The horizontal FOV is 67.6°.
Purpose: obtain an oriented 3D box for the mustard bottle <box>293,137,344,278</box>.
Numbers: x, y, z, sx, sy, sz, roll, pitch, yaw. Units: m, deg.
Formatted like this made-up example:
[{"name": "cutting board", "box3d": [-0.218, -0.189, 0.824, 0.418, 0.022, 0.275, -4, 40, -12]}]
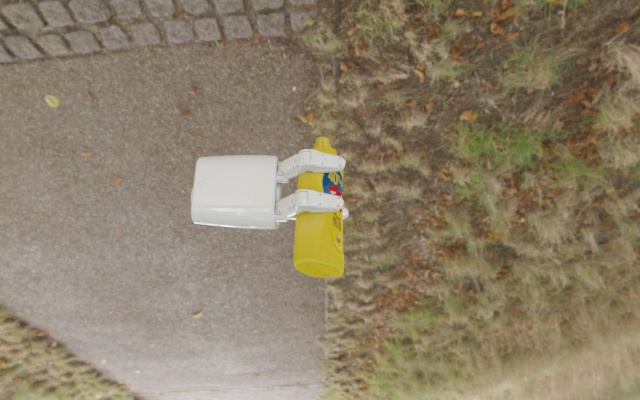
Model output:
[{"name": "mustard bottle", "box3d": [0.000, 0.002, 0.647, 0.058, 0.191, 0.096, -8, -23, 21]}]
